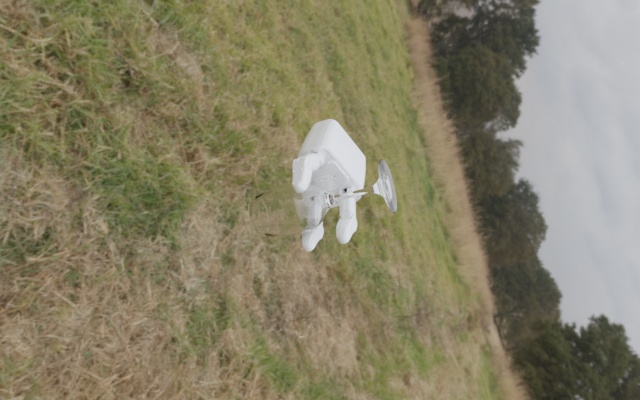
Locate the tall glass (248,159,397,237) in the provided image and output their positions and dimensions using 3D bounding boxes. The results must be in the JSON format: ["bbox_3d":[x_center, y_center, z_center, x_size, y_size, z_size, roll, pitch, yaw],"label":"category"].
[{"bbox_3d":[0.001,0.002,0.671,0.201,0.079,0.079,-13,-5,20],"label":"tall glass"}]
